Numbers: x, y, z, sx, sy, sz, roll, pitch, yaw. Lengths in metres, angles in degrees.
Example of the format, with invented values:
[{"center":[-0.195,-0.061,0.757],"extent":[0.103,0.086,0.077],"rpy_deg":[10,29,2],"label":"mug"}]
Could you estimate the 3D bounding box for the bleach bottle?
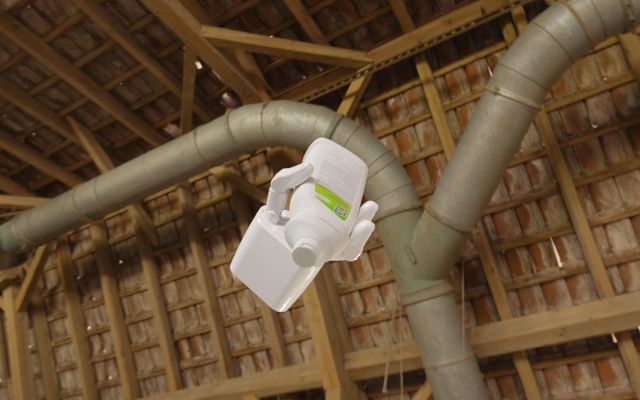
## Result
[{"center":[0.000,0.002,0.631],"extent":[0.102,0.068,0.250],"rpy_deg":[30,29,-3],"label":"bleach bottle"}]
